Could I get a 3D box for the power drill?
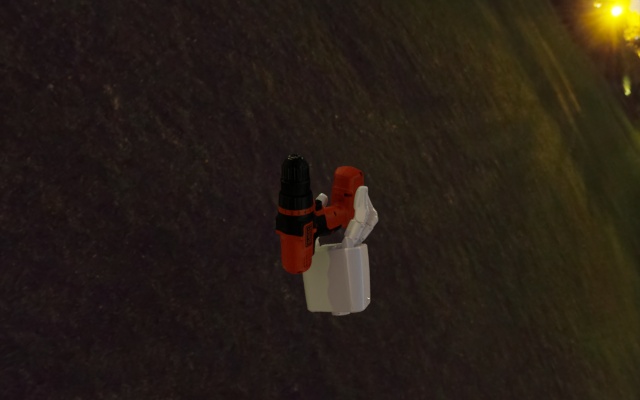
[{"bbox_3d":[0.000,0.003,0.759,0.057,0.184,0.187,16,25,32],"label":"power drill"}]
